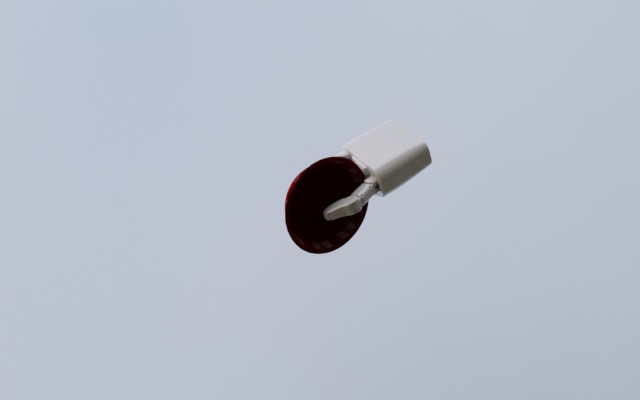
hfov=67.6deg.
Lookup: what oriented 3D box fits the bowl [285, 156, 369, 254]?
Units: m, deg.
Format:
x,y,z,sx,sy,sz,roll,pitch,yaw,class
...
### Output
x,y,z,sx,sy,sz,roll,pitch,yaw,class
-0.001,0.003,0.773,0.162,0.162,0.055,0,16,-36,bowl
